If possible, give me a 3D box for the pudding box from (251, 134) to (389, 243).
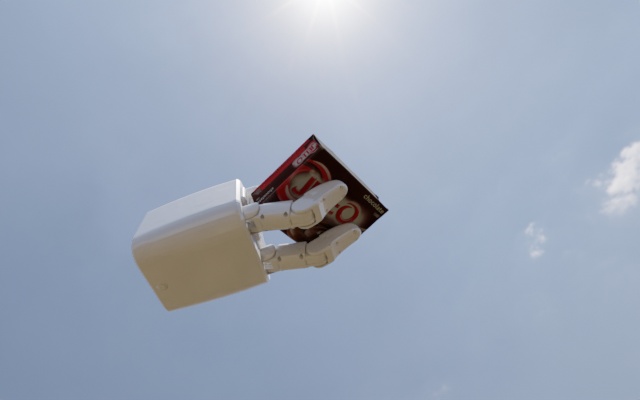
[{"bbox_3d":[0.000,0.002,0.486,0.113,0.090,0.039,39,14,-35],"label":"pudding box"}]
